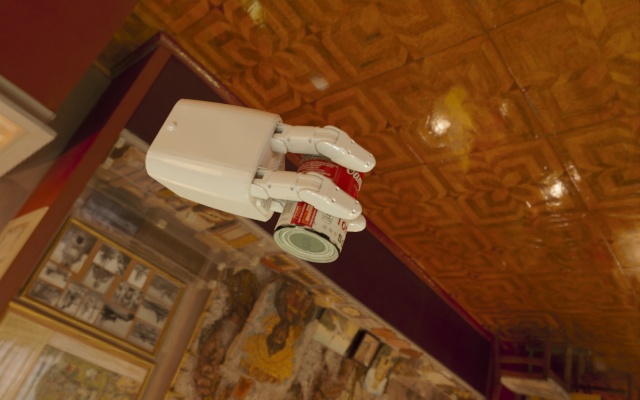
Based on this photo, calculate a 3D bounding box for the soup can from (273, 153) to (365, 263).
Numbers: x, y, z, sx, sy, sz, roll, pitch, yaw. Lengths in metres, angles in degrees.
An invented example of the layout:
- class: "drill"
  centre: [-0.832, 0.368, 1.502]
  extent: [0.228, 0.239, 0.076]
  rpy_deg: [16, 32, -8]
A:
- class: "soup can"
  centre: [0.000, 0.002, 0.475]
  extent: [0.068, 0.102, 0.068]
  rpy_deg: [14, -30, 8]
